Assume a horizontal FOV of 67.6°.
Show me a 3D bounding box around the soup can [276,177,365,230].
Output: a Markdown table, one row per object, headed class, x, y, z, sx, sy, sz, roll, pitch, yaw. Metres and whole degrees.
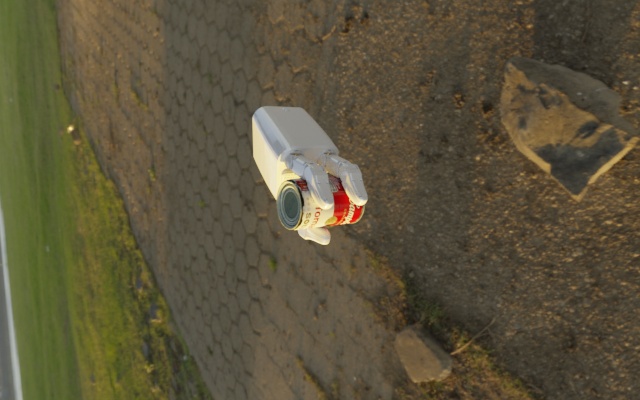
| class | x | y | z | sx | sy | sz | roll | pitch | yaw |
| --- | --- | --- | --- | --- | --- | --- | --- | --- | --- |
| soup can | 0.000 | 0.003 | 0.648 | 0.102 | 0.068 | 0.068 | -5 | 3 | -34 |
